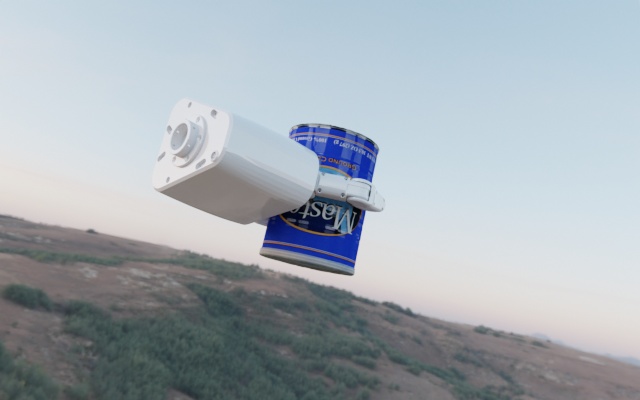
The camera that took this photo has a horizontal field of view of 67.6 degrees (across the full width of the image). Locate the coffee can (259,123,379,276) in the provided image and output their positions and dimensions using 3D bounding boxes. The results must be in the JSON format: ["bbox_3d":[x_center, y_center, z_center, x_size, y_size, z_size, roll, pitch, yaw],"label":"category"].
[{"bbox_3d":[0.000,0.002,0.516,0.103,0.140,0.103,12,-11,2],"label":"coffee can"}]
